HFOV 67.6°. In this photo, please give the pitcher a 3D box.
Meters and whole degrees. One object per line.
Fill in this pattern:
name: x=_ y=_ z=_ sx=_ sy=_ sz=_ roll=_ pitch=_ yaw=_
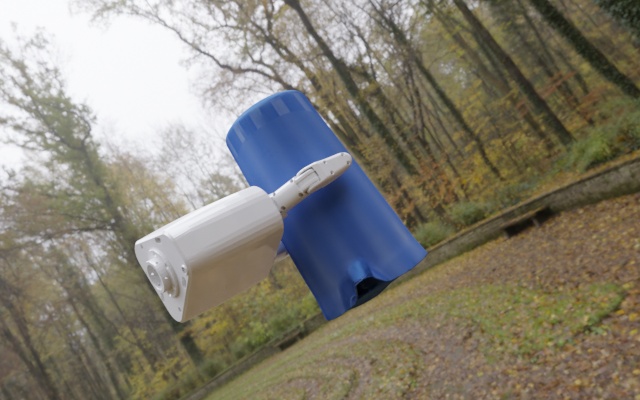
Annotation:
pitcher: x=0.000 y=0.002 z=0.551 sx=0.145 sy=0.243 sz=0.149 roll=-28 pitch=-9 yaw=-38
